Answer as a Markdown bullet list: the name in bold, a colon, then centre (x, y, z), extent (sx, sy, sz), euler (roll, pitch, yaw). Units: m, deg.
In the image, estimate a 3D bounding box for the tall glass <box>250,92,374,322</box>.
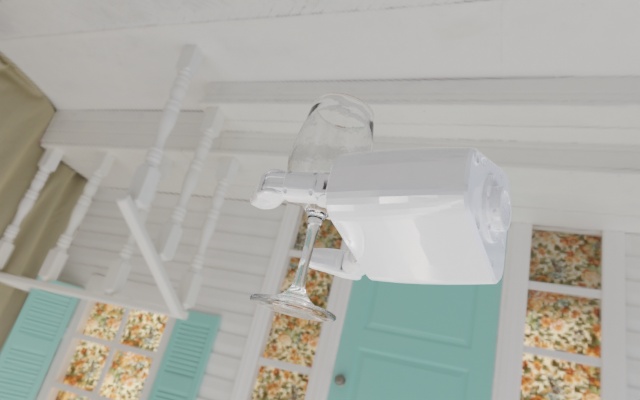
- **tall glass**: centre (0.000, 0.002, 0.434), extent (0.079, 0.201, 0.079), euler (12, -22, 5)
